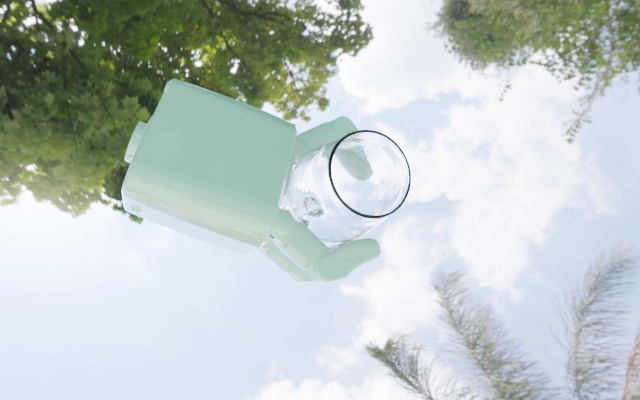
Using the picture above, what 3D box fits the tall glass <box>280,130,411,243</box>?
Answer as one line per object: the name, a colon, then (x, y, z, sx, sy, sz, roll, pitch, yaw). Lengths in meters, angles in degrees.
tall glass: (0.000, 0.001, 0.411, 0.079, 0.079, 0.201, 0, -11, -21)
